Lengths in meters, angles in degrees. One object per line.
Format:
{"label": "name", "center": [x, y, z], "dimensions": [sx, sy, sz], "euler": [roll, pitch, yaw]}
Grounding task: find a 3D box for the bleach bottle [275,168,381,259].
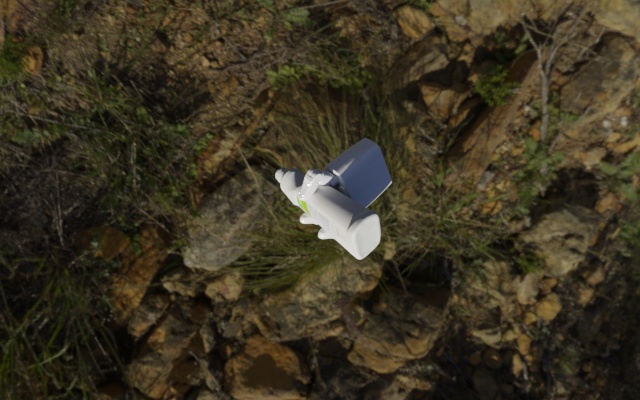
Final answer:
{"label": "bleach bottle", "center": [0.000, 0.003, 0.893], "dimensions": [0.068, 0.103, 0.250], "euler": [-39, 54, -19]}
